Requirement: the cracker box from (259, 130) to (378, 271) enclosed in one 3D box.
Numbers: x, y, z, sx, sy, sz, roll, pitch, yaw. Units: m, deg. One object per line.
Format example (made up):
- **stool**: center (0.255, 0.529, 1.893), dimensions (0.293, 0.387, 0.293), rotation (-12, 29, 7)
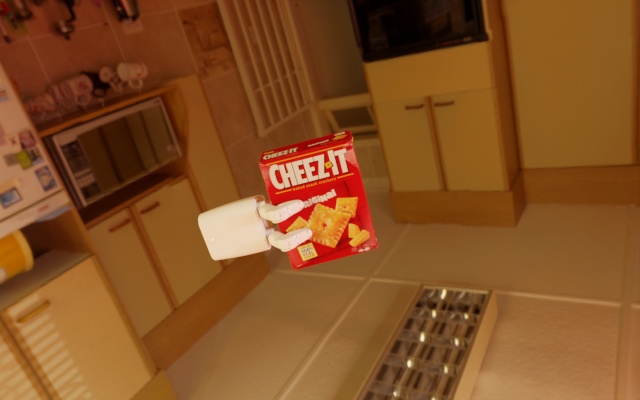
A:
- **cracker box**: center (0.000, 0.003, 0.848), dimensions (0.164, 0.214, 0.072), rotation (-14, 22, 3)
